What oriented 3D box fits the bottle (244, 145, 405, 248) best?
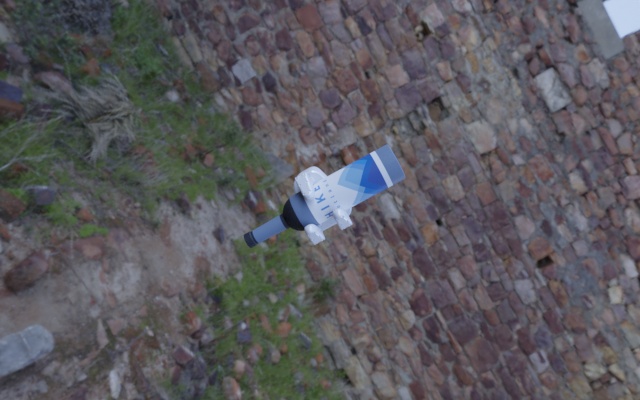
[{"bbox_3d":[0.000,0.003,0.828,0.296,0.069,0.069,-28,-3,5],"label":"bottle"}]
